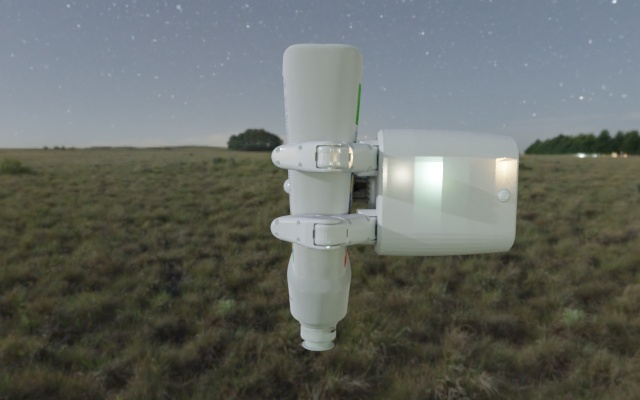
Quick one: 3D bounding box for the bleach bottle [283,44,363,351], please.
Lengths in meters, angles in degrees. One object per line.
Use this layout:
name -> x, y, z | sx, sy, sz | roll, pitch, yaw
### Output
bleach bottle -> 0.000, 0.001, 0.417 | 0.068, 0.251, 0.102 | 1, 5, 1
